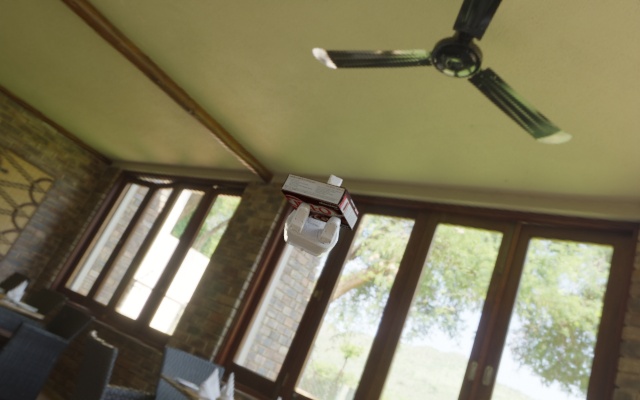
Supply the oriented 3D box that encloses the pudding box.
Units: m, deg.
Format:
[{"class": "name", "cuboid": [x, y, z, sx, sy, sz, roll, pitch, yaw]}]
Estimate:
[{"class": "pudding box", "cuboid": [0.000, 0.002, 0.799, 0.113, 0.039, 0.090, 13, -22, 26]}]
